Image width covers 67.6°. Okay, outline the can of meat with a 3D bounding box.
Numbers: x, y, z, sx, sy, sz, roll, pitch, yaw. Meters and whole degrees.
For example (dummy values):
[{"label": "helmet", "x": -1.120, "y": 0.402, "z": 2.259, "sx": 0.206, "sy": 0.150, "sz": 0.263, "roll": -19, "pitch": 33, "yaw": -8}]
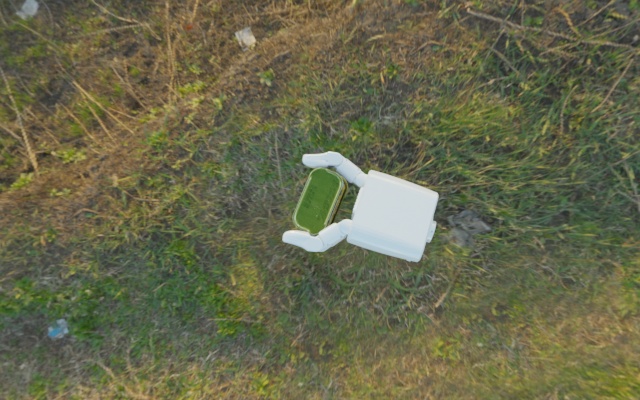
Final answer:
[{"label": "can of meat", "x": 0.000, "y": 0.002, "z": 0.723, "sx": 0.057, "sy": 0.102, "sz": 0.084, "roll": 22, "pitch": 0, "yaw": 6}]
